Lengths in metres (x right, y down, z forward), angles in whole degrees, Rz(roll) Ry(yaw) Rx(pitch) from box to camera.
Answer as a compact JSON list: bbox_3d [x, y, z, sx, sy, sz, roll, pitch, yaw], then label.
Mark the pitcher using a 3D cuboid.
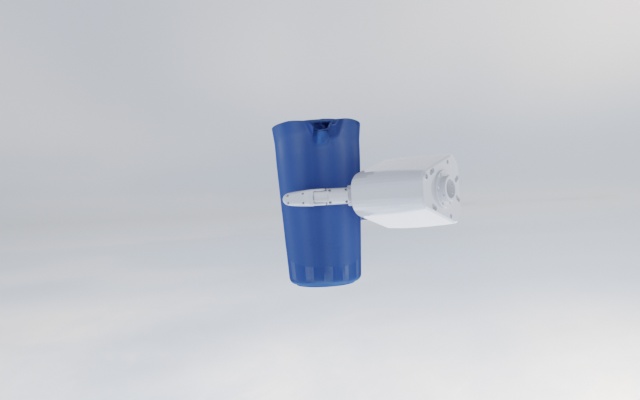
[{"bbox_3d":[0.000,0.002,0.729,0.145,0.243,0.149,-5,-2,39],"label":"pitcher"}]
